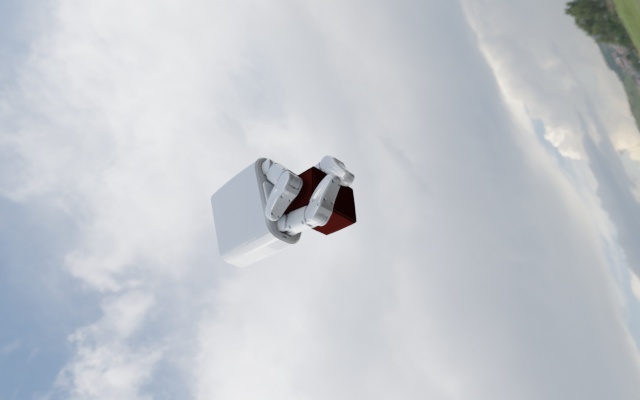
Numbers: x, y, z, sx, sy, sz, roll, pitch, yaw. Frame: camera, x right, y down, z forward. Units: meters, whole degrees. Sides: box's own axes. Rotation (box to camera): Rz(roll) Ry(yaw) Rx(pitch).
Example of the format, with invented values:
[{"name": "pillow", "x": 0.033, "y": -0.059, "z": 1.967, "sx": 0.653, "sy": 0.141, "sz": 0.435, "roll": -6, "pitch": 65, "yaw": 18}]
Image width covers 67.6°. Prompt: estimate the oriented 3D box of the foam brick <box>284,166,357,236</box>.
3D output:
[{"name": "foam brick", "x": 0.000, "y": 0.002, "z": 0.603, "sx": 0.051, "sy": 0.053, "sz": 0.078, "roll": -29, "pitch": -42, "yaw": 35}]
